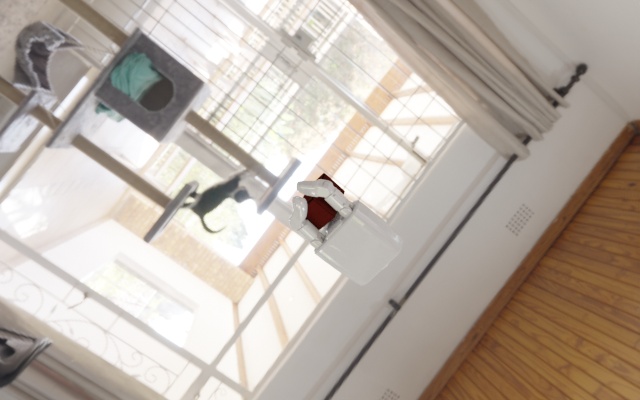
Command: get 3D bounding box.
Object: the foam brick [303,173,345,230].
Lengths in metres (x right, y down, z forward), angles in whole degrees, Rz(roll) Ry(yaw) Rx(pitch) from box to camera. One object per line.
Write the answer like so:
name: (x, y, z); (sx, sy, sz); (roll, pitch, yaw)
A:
foam brick: (0.000, 0.002, 0.818); (0.053, 0.051, 0.078); (-42, 15, 39)
